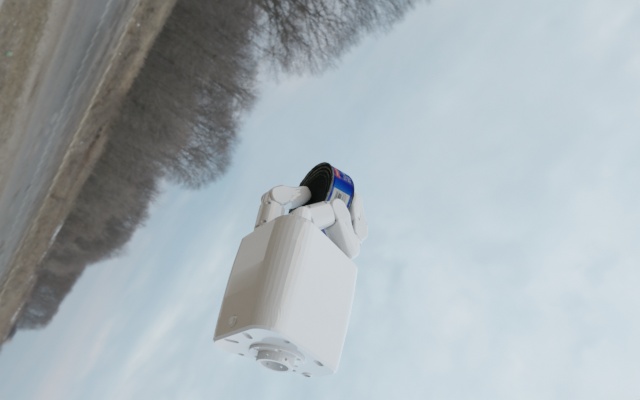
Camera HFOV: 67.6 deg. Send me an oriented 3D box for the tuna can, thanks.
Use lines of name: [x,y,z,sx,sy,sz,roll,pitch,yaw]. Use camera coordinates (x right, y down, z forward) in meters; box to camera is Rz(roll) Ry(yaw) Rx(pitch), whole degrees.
tuna can: [0.001,0.002,0.542,0.034,0.086,0.086,28,-13,-24]
